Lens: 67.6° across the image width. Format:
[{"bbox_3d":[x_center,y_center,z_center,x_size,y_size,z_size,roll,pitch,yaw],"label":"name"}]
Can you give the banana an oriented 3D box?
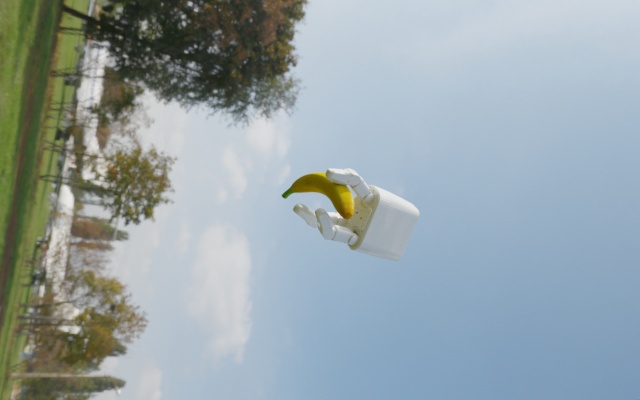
[{"bbox_3d":[0.006,-0.015,0.824,0.037,0.069,0.198,31,-9,-35],"label":"banana"}]
